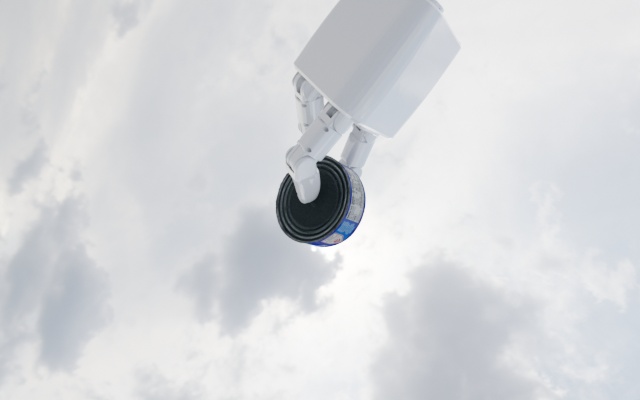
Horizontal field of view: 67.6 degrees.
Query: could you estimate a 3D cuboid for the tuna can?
[{"bbox_3d":[0.000,0.002,0.459,0.086,0.086,0.034,0,-14,36],"label":"tuna can"}]
